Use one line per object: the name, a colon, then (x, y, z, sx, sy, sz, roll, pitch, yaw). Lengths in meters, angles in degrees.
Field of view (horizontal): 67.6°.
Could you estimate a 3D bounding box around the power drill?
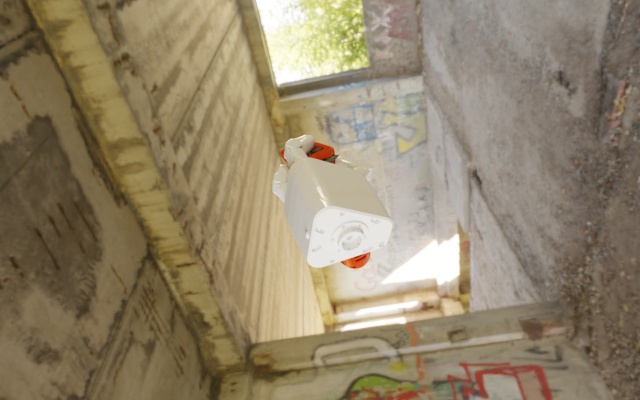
power drill: (0.000, 0.002, 0.744, 0.057, 0.188, 0.184, -29, 23, -18)
